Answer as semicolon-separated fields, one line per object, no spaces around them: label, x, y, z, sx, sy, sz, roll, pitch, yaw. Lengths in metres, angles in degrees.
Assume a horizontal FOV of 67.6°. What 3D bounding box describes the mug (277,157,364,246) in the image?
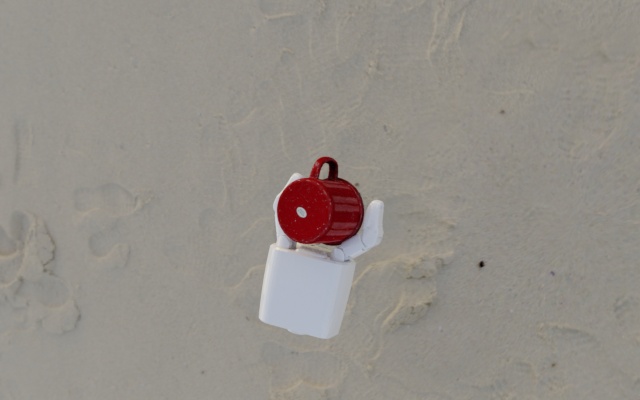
mug;0.000;0.001;0.609;0.093;0.117;0.081;13;5;28
